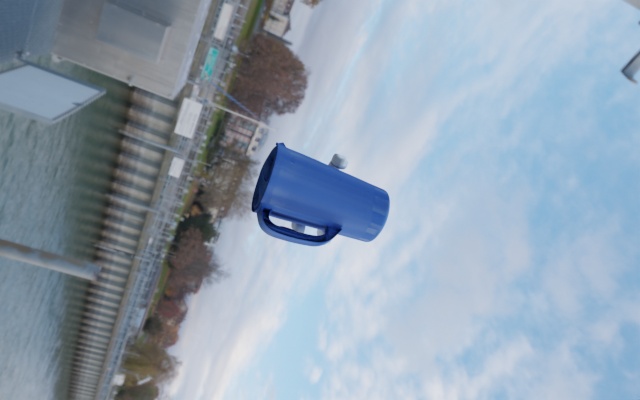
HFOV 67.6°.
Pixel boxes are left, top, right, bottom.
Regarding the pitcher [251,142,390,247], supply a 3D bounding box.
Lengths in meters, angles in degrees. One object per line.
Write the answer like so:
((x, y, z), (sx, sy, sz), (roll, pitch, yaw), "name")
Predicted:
((0.000, 0.003, 0.885), (0.243, 0.149, 0.145), (19, 11, -15), "pitcher")
